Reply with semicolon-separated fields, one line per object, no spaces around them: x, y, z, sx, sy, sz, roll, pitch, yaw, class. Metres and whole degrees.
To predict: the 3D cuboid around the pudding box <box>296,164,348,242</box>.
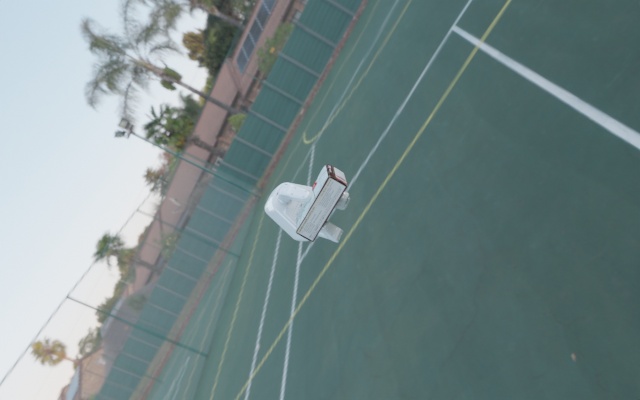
0.000;0.003;0.796;0.039;0.113;0.090;27;14;-10;pudding box
